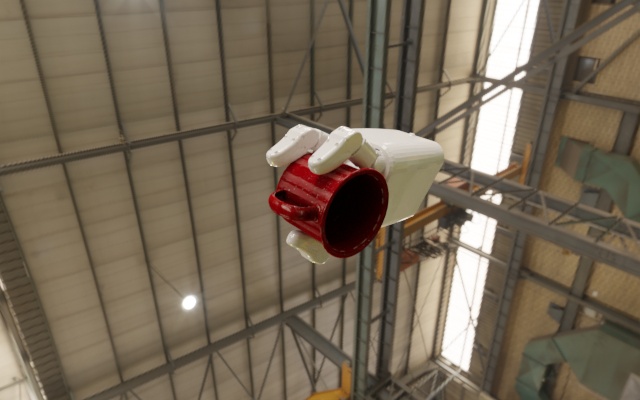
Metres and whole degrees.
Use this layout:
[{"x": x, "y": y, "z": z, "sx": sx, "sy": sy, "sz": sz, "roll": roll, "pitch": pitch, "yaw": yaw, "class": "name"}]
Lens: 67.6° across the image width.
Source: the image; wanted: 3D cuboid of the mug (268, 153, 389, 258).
[{"x": -0.001, "y": 0.002, "z": 0.478, "sx": 0.117, "sy": 0.093, "sz": 0.081, "roll": -10, "pitch": 27, "yaw": -42, "class": "mug"}]
